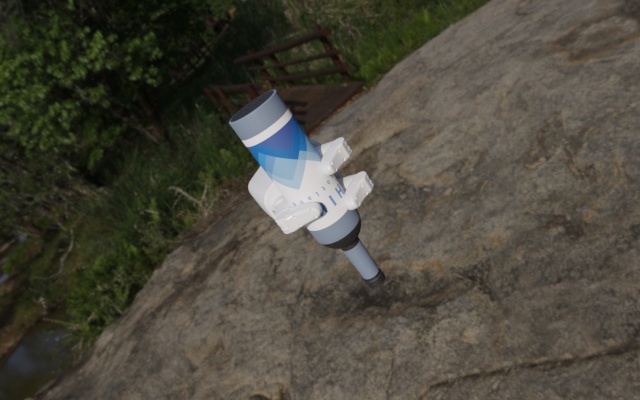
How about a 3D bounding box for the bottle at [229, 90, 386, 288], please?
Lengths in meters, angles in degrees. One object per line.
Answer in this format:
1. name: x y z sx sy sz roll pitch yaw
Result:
1. bottle: 0.000 0.002 0.606 0.069 0.296 0.069 -29 24 14
